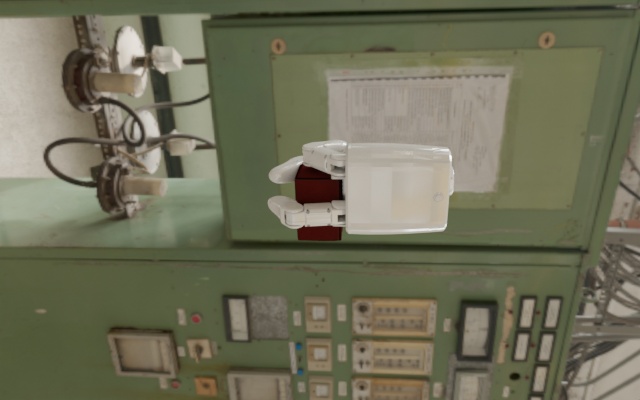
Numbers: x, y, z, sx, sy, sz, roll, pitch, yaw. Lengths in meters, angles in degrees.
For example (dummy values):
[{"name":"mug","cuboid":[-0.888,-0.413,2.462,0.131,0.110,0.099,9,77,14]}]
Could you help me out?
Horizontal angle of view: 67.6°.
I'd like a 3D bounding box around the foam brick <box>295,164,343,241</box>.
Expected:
[{"name":"foam brick","cuboid":[0.000,0.002,0.549,0.051,0.078,0.053,0,23,5]}]
